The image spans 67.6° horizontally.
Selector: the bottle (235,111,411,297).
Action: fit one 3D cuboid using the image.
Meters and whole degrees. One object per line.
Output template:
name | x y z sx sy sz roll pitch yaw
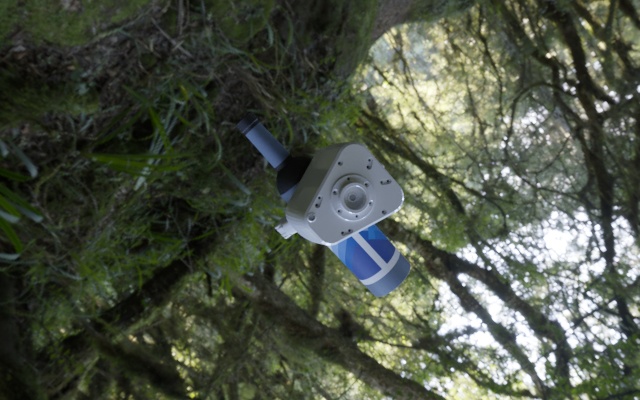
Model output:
bottle | 0.000 0.002 0.632 0.069 0.296 0.069 -41 11 9
